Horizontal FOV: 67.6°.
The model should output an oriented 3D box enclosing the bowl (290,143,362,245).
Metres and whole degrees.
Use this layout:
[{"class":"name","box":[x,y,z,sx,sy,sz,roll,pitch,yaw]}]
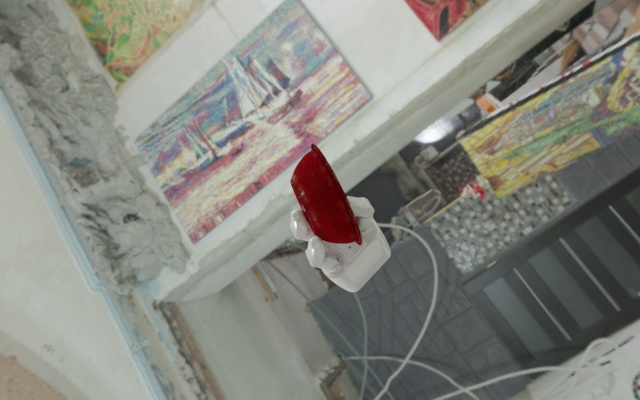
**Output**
[{"class":"bowl","box":[-0.001,0.002,0.686,0.055,0.162,0.162,-25,2,-5]}]
